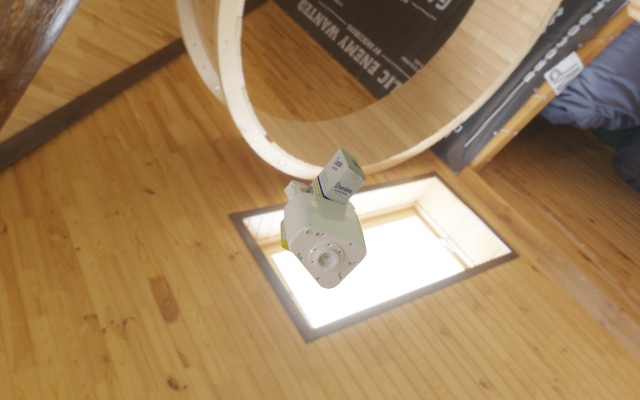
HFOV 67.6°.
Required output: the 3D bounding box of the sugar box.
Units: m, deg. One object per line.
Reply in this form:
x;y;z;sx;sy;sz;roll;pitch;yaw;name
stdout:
0.000;0.003;0.802;0.048;0.176;0.093;36;17;-21;sugar box
